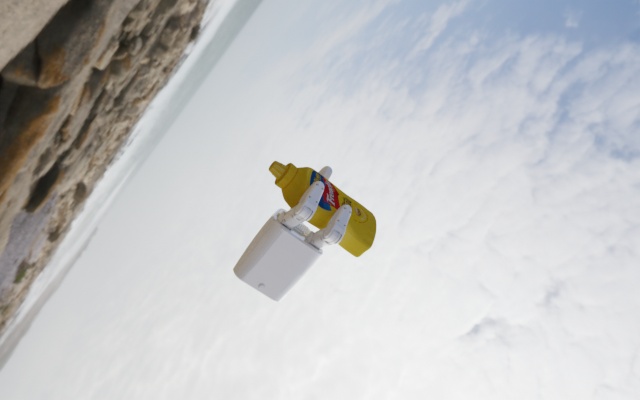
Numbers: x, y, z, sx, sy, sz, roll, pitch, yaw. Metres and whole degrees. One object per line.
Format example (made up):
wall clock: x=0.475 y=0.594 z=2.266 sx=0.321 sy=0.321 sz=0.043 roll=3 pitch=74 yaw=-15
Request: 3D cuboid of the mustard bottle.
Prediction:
mustard bottle: x=0.001 y=0.002 z=0.735 sx=0.192 sy=0.096 sz=0.058 roll=37 pitch=-57 yaw=-19
